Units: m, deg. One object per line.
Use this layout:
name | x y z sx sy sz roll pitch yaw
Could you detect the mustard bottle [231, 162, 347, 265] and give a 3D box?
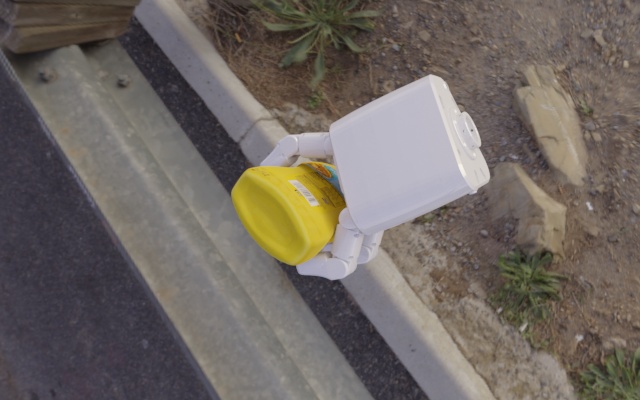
mustard bottle | 0.000 0.002 0.498 0.096 0.058 0.191 46 27 15
